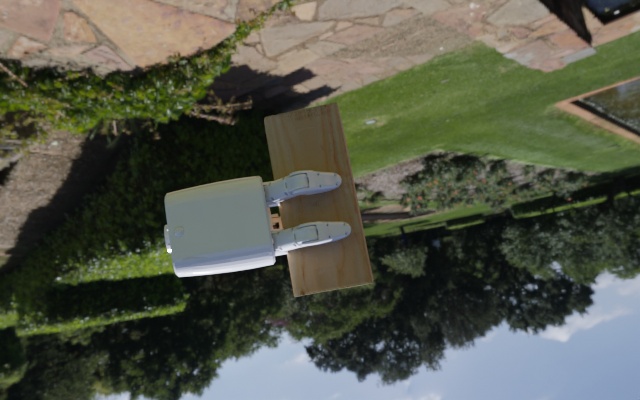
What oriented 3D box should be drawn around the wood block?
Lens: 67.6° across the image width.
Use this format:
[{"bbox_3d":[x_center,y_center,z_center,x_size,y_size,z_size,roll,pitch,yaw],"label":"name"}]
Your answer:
[{"bbox_3d":[0.000,0.002,0.572,0.090,0.206,0.091,-11,-8,4],"label":"wood block"}]
